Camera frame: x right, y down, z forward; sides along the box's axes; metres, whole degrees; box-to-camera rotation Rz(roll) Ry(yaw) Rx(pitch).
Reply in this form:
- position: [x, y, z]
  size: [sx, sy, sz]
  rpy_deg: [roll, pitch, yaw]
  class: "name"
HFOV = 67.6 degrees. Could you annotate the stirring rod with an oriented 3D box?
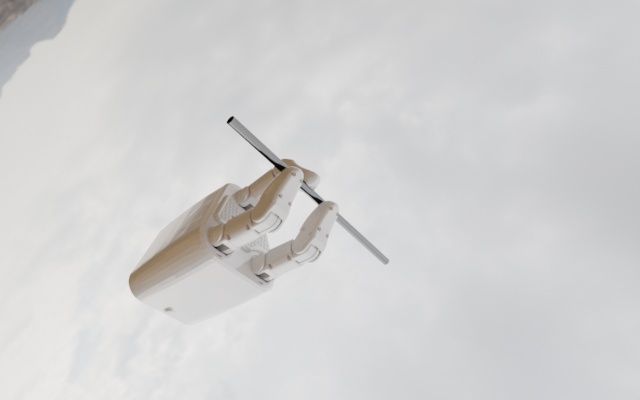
- position: [0.000, 0.001, 0.449]
  size: [0.011, 0.011, 0.240]
  rpy_deg: [0, -33, 45]
  class: "stirring rod"
